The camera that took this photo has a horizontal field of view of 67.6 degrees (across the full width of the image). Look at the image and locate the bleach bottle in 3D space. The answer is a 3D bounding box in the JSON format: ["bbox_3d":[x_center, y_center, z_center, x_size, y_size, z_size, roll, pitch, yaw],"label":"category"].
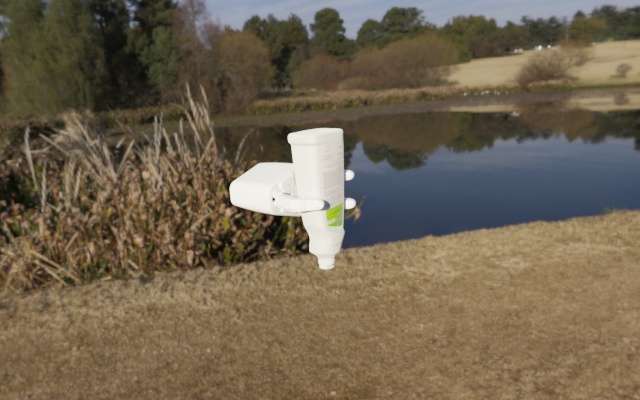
[{"bbox_3d":[0.000,0.003,0.845,0.068,0.251,0.102,9,19,38],"label":"bleach bottle"}]
